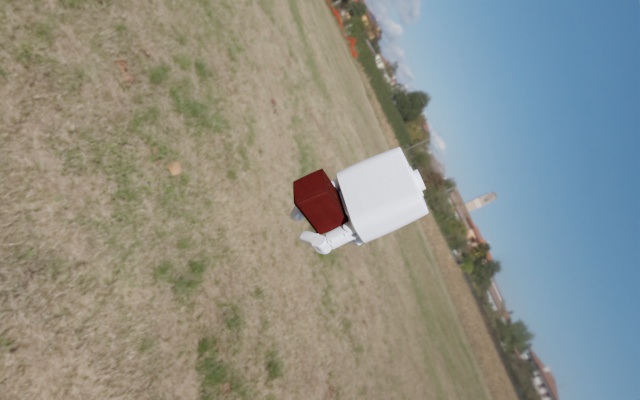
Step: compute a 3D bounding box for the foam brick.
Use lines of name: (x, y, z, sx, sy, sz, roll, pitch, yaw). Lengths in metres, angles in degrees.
foam brick: (0.000, 0.002, 0.706, 0.051, 0.053, 0.078, -24, -49, 14)
